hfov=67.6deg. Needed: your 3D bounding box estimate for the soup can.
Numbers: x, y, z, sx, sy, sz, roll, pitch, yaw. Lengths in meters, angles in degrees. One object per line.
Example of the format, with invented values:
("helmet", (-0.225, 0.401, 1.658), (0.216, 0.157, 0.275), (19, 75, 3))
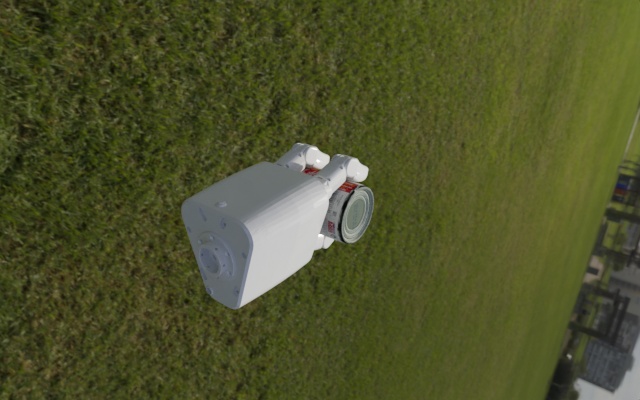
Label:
("soup can", (0.001, 0.002, 0.541), (0.102, 0.068, 0.068), (19, 10, 32))
